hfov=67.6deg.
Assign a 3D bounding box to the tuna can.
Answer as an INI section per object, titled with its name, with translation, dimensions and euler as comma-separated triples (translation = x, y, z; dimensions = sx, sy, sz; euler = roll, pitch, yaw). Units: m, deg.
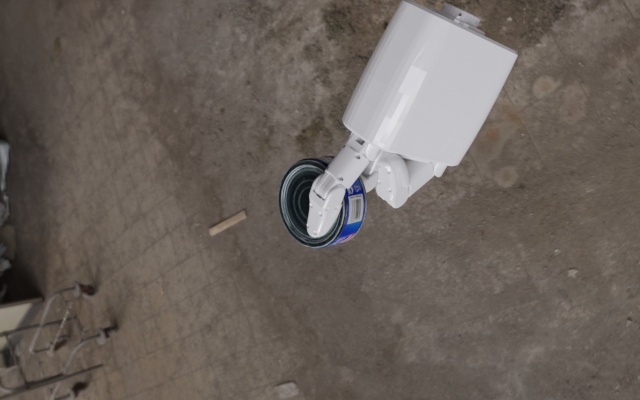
[tuna can]
translation = 0.000, 0.002, 0.452
dimensions = 0.086, 0.086, 0.034
euler = 0, 7, 41
